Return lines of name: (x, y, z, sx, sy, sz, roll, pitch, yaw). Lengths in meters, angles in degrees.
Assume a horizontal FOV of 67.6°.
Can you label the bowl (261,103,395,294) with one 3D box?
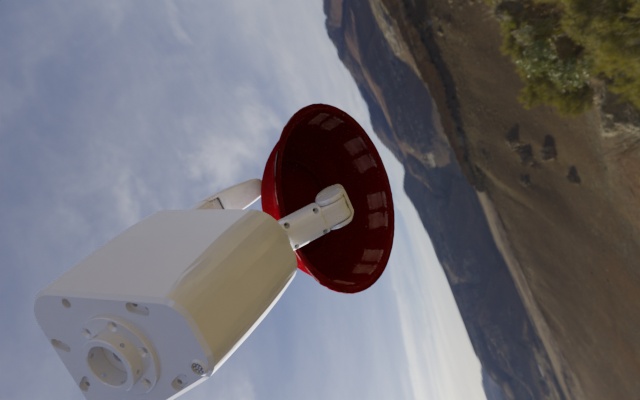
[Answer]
bowl: (0.001, 0.001, 0.417, 0.055, 0.162, 0.162, -14, -9, 39)
